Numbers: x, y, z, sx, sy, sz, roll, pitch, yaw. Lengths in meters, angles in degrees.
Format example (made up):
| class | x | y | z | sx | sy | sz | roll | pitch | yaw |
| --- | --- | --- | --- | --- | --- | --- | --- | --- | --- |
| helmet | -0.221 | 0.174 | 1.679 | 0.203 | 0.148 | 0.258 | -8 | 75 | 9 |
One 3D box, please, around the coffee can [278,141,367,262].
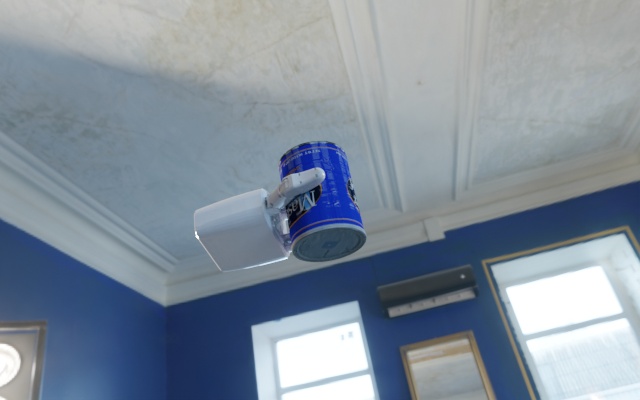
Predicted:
| class | x | y | z | sx | sy | sz | roll | pitch | yaw |
| --- | --- | --- | --- | --- | --- | --- | --- | --- | --- |
| coffee can | 0.000 | 0.002 | 0.675 | 0.103 | 0.140 | 0.103 | -9 | -30 | -5 |
